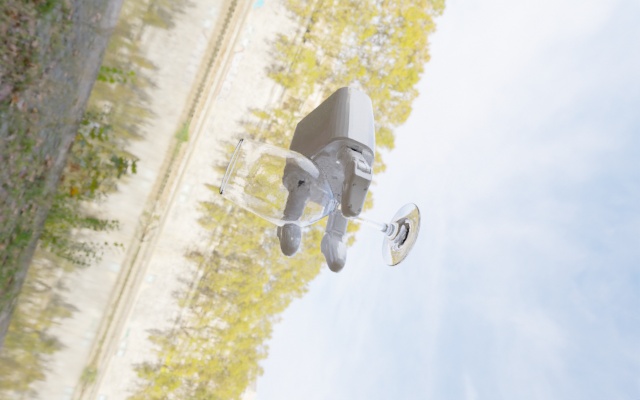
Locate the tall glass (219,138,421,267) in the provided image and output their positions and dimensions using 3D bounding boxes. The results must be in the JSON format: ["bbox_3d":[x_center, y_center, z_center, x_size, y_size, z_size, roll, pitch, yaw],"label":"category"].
[{"bbox_3d":[0.001,0.002,0.498,0.201,0.079,0.079,22,-6,-16],"label":"tall glass"}]
